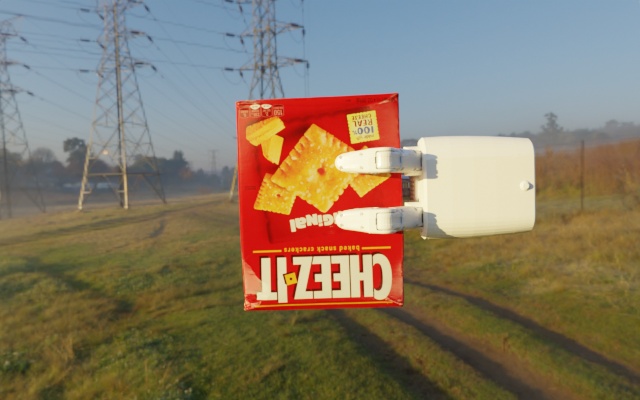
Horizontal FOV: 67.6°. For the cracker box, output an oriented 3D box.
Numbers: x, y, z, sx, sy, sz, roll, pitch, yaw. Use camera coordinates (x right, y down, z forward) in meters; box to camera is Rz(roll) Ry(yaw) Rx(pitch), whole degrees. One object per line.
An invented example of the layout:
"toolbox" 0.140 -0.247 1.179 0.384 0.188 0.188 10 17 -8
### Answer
"cracker box" 0.000 0.001 0.497 0.164 0.213 0.072 -2 2 1
